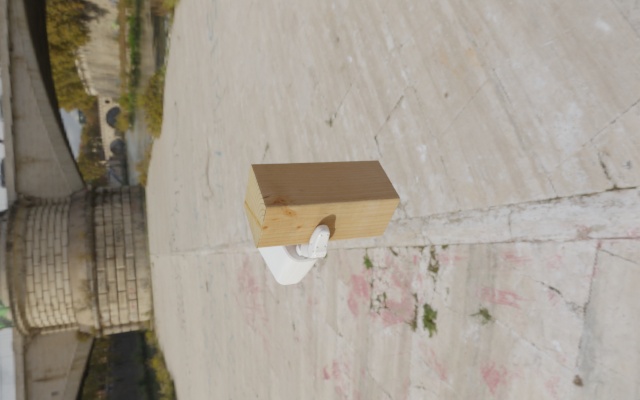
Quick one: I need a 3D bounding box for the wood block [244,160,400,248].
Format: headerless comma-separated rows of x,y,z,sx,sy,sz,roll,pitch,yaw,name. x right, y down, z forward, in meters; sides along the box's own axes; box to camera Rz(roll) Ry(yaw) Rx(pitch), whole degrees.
0.000,0.003,0.717,0.206,0.090,0.090,-4,-42,-22,wood block
